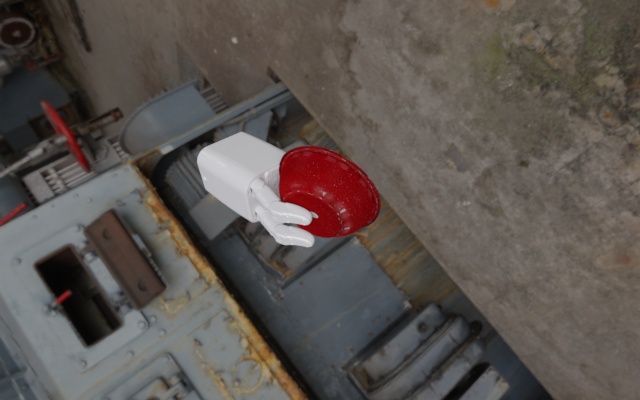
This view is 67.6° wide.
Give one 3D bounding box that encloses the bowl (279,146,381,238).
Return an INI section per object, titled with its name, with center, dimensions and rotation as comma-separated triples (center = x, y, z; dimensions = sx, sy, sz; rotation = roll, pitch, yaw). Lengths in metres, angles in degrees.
[bowl]
center = 0.001, 0.003, 0.669
dimensions = 0.162, 0.162, 0.055
rotation = 0, 44, 37
